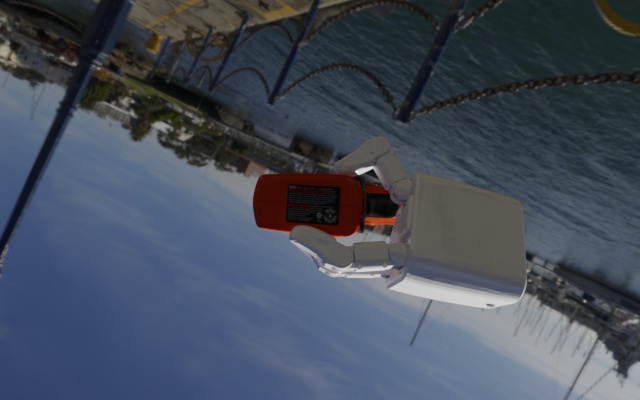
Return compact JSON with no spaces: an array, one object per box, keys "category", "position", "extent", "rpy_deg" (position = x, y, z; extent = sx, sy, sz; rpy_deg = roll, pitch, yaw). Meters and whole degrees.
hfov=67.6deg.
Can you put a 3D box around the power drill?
[{"category":"power drill","position":[0.000,0.002,0.523],"extent":[0.184,0.057,0.187],"rpy_deg":[1,2,19]}]
